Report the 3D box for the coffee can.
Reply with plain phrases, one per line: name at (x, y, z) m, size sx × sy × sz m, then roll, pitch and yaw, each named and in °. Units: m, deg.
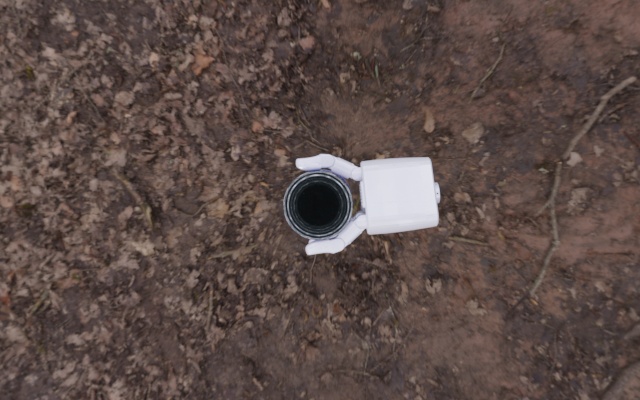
coffee can at (0.000, 0.002, 0.764) m, size 0.103 × 0.103 × 0.140 m, roll 0°, pitch 4°, yaw 3°
